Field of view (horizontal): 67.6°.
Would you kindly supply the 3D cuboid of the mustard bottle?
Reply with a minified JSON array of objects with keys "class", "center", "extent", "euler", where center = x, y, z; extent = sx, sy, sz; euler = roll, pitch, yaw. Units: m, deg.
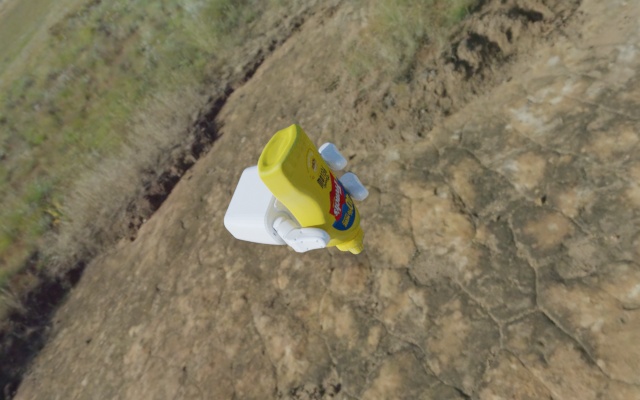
[{"class":"mustard bottle","center":[0.000,0.002,0.609],"extent":[0.058,0.192,0.096],"euler":[-21,34,27]}]
